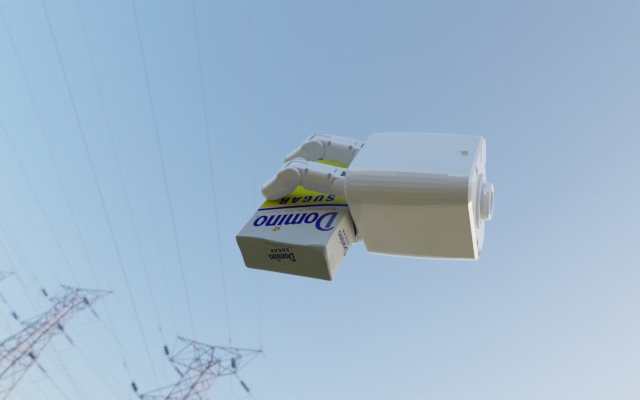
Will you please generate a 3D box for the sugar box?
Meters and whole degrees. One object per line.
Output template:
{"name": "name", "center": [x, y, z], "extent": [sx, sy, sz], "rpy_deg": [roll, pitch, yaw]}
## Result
{"name": "sugar box", "center": [0.000, 0.001, 0.485], "extent": [0.093, 0.048, 0.176], "rpy_deg": [4, 35, 25]}
